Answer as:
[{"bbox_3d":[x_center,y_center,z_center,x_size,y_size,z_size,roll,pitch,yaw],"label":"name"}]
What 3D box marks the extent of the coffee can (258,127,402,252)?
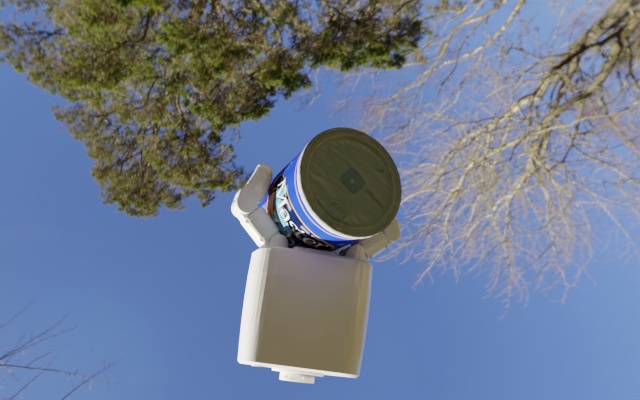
[{"bbox_3d":[0.000,0.001,0.480,0.103,0.102,0.140,0,-16,-25],"label":"coffee can"}]
